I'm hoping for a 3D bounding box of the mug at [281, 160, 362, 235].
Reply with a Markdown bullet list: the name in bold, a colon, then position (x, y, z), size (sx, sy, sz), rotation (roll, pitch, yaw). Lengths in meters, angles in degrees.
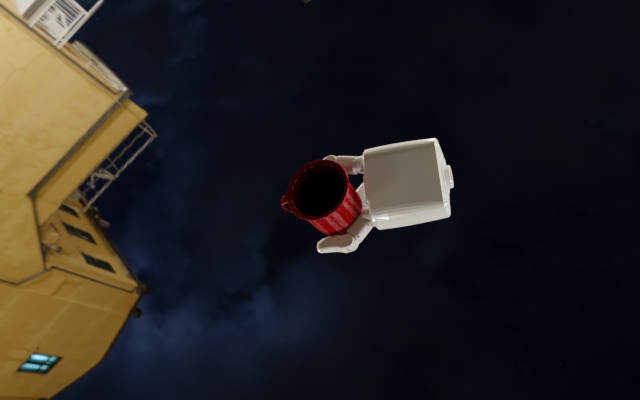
- **mug**: position (-0.001, 0.003, 0.696), size (0.117, 0.093, 0.081), rotation (-10, -28, 21)
